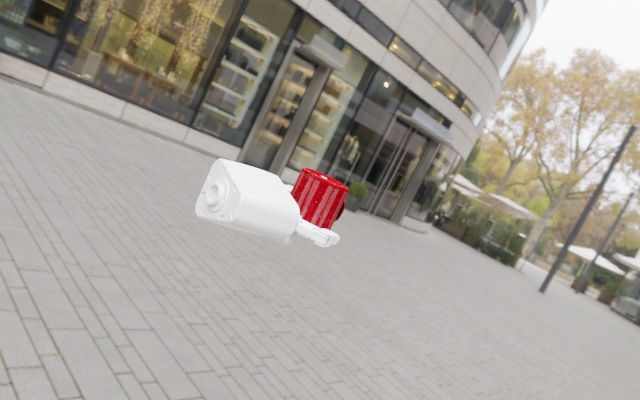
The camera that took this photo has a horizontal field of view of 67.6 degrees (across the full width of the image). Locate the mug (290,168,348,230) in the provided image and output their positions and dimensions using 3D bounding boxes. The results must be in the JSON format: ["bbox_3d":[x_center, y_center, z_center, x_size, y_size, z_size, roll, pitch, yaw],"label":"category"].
[{"bbox_3d":[0.001,0.003,0.762,0.117,0.081,0.093,17,11,-46],"label":"mug"}]
